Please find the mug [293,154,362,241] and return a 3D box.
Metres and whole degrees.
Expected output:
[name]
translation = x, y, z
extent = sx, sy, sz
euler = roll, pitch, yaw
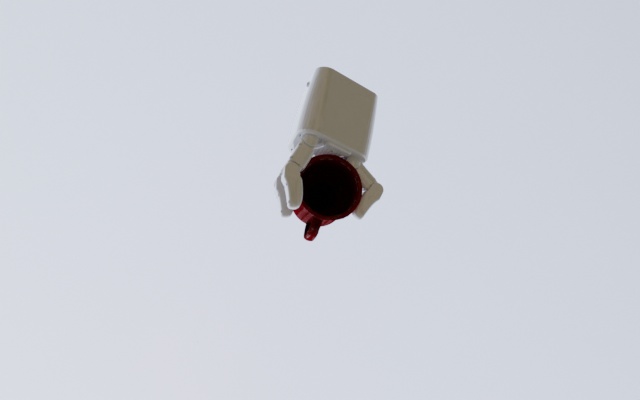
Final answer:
[mug]
translation = 0.000, 0.004, 0.674
extent = 0.093, 0.117, 0.081
euler = 17, -18, -9
